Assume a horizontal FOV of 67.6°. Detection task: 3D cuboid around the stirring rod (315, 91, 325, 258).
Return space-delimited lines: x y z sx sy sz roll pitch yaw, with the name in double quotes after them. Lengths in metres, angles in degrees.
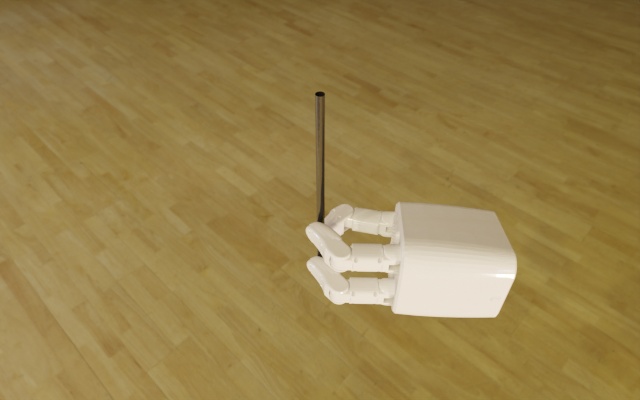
0.000 0.002 0.463 0.011 0.240 0.011 0 44 0 "stirring rod"
